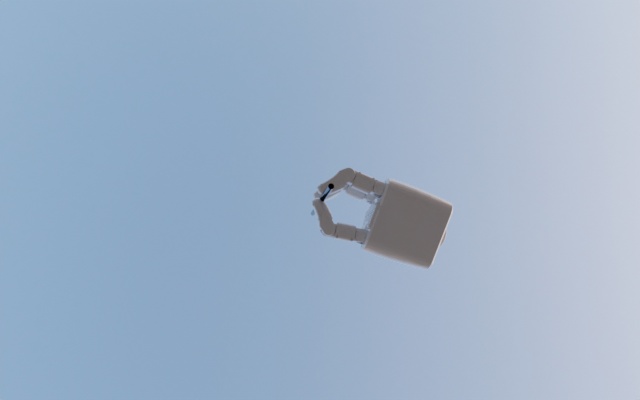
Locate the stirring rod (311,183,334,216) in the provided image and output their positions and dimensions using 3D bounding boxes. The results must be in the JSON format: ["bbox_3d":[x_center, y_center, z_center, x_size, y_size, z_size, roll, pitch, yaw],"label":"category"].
[{"bbox_3d":[0.000,0.002,0.736,0.011,0.011,0.239,0,-10,-7],"label":"stirring rod"}]
